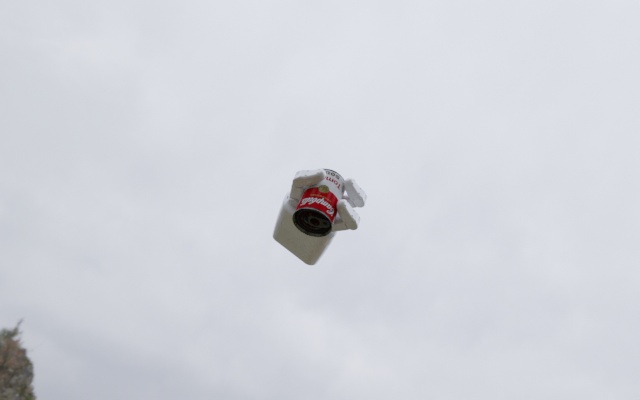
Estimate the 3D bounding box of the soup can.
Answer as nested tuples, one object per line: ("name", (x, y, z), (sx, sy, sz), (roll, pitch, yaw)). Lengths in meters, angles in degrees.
("soup can", (0.000, 0.002, 0.813), (0.068, 0.069, 0.102), (0, 43, 22))
